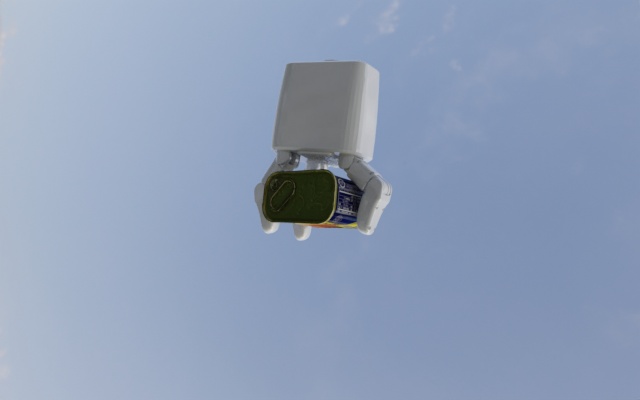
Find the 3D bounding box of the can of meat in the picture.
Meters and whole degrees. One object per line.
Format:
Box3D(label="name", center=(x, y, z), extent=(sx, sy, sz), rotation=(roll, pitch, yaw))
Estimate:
Box3D(label="can of meat", center=(0.000, 0.002, 0.538), extent=(0.102, 0.057, 0.084), rotation=(0, -9, 39))
